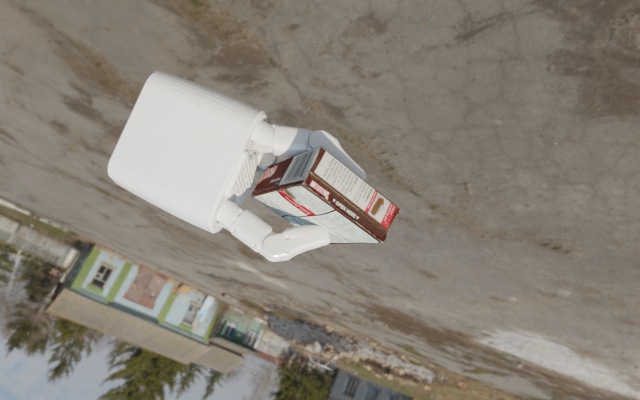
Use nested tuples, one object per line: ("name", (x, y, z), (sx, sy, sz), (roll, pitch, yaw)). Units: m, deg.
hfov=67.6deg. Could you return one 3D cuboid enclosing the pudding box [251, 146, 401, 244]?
("pudding box", (0.000, 0.001, 0.422), (0.090, 0.039, 0.113), (36, -19, -21))
